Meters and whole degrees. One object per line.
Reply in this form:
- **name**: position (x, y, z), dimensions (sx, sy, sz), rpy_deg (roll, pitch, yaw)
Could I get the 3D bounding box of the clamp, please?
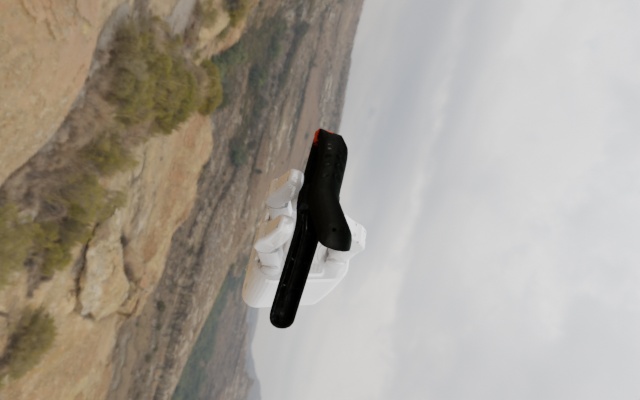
- **clamp**: position (0.001, 0.001, 0.458), dimensions (0.036, 0.209, 0.165), rpy_deg (19, -34, -12)
